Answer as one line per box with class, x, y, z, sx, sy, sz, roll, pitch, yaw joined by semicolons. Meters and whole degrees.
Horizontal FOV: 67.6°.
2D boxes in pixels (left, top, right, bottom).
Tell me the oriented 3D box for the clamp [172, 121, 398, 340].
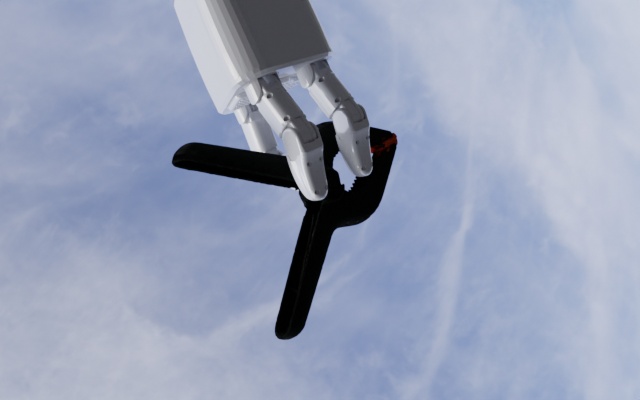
clamp;0.000;0.001;0.404;0.210;0.164;0.036;-28;9;-37
